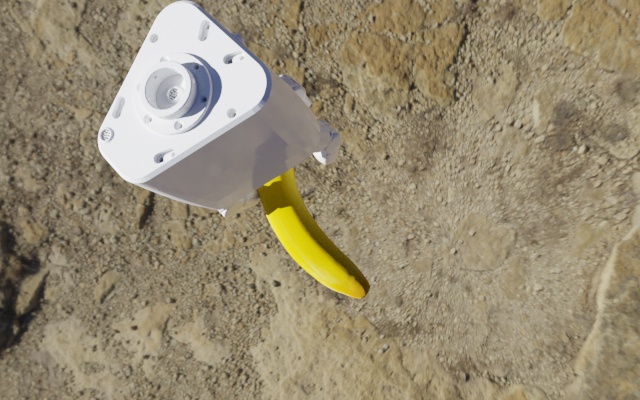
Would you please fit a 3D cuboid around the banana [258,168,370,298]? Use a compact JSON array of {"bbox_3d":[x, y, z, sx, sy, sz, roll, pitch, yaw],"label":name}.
[{"bbox_3d":[-0.018,0.005,0.446,0.069,0.197,0.037,-21,-13,7],"label":"banana"}]
